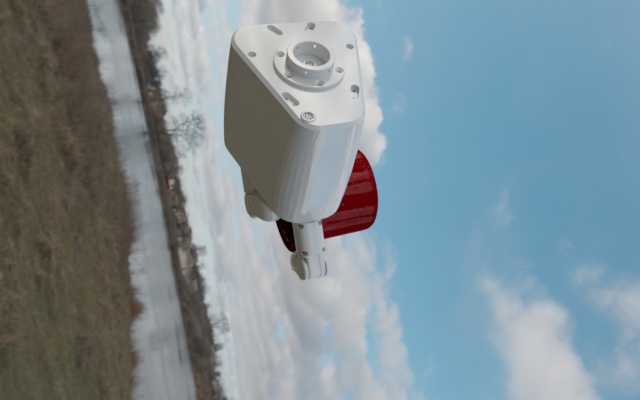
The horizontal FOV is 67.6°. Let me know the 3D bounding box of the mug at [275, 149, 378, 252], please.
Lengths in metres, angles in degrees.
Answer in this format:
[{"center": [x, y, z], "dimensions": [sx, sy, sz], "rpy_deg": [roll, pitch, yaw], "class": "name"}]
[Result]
[{"center": [0.000, 0.002, 0.461], "dimensions": [0.081, 0.093, 0.117], "rpy_deg": [-11, -30, -18], "class": "mug"}]
